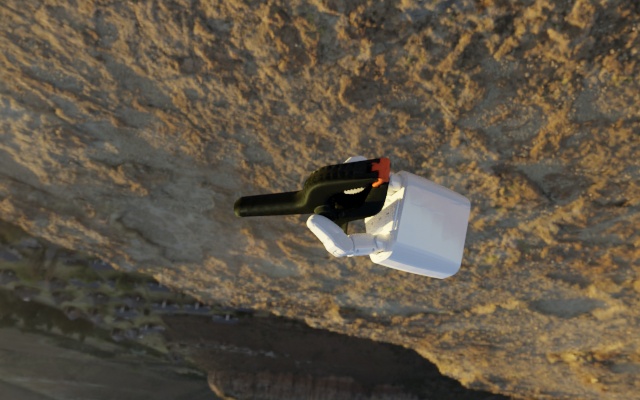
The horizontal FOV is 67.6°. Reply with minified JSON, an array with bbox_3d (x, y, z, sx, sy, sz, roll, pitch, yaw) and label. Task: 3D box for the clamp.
[{"bbox_3d":[0.000,0.002,0.557,0.164,0.036,0.210,19,-31,-20],"label":"clamp"}]
